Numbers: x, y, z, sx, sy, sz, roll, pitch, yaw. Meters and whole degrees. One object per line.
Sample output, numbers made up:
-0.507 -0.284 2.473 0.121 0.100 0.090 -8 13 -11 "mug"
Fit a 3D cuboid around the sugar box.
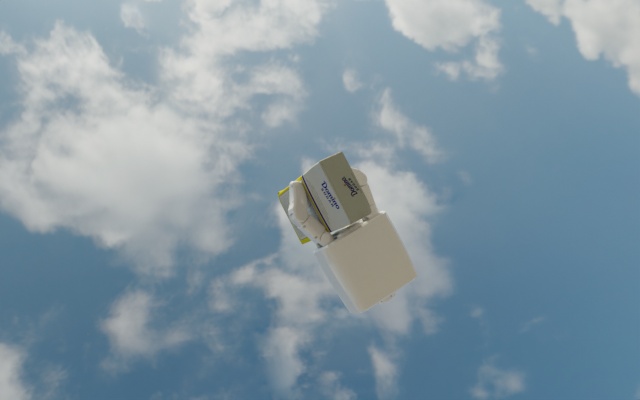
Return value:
0.001 0.002 0.693 0.048 0.093 0.176 -26 -1 -29 "sugar box"
